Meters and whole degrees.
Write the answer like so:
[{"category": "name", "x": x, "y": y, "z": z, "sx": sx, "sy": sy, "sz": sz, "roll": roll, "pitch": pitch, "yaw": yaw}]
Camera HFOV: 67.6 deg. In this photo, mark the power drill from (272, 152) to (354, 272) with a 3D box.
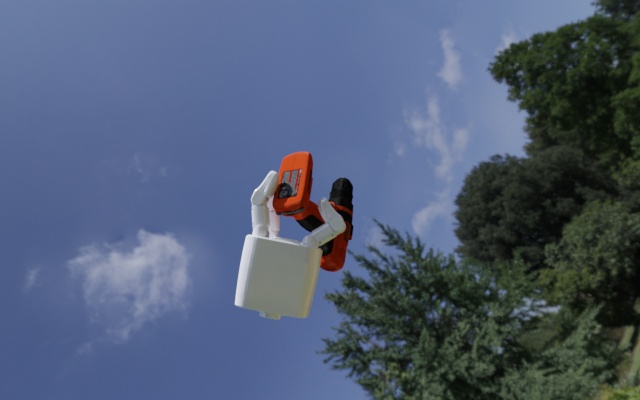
[{"category": "power drill", "x": 0.000, "y": 0.003, "z": 0.797, "sx": 0.057, "sy": 0.184, "sz": 0.188, "roll": -11, "pitch": -37, "yaw": 28}]
